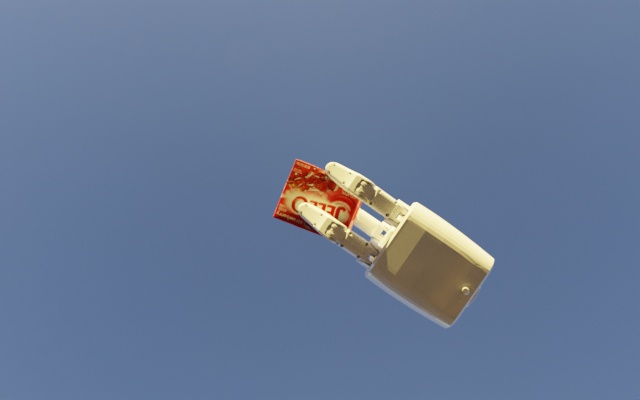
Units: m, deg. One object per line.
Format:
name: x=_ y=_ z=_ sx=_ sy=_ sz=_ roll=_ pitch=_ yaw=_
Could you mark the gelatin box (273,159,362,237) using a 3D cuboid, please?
gelatin box: x=0.000 y=0.002 z=0.554 sx=0.089 sy=0.073 sz=0.030 roll=21 pitch=-1 yaw=12
